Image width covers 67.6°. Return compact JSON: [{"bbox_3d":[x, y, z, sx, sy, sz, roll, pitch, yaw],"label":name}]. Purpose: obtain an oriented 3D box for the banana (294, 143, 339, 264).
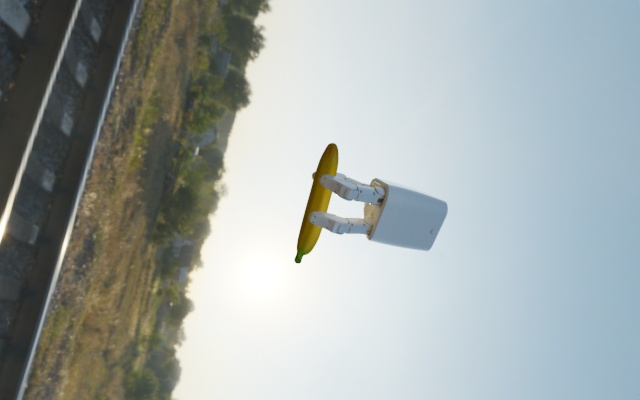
[{"bbox_3d":[-0.003,0.005,0.776,0.037,0.198,0.069,15,0,-6],"label":"banana"}]
